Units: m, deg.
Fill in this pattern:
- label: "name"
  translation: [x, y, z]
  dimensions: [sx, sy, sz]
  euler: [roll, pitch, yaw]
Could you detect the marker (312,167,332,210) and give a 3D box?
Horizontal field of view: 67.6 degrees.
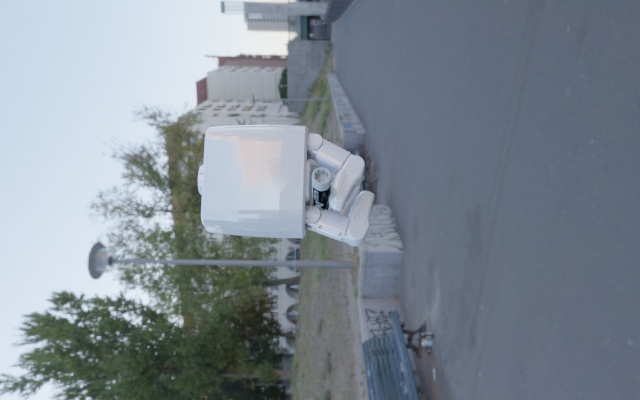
- label: "marker"
  translation: [0.000, 0.002, 0.499]
  dimensions: [0.020, 0.020, 0.121]
  euler: [0, -24, -1]
